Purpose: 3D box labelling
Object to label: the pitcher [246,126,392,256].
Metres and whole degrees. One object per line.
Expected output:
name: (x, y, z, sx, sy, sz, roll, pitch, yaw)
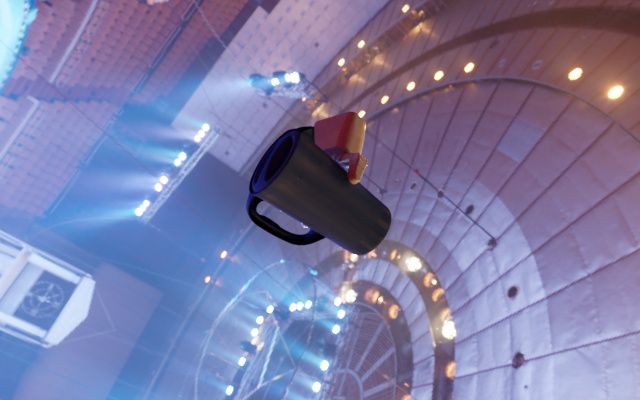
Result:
pitcher: (0.000, 0.003, 0.833, 0.243, 0.145, 0.149, 36, -42, -24)
